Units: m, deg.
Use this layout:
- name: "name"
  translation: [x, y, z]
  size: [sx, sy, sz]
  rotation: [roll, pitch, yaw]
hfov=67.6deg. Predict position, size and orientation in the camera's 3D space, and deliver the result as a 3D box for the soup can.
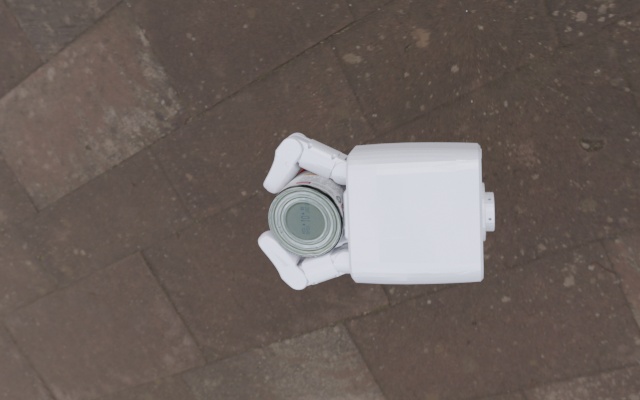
- name: "soup can"
  translation: [-0.001, 0.001, 0.444]
  size: [0.068, 0.068, 0.102]
  rotation: [0, 21, 17]
